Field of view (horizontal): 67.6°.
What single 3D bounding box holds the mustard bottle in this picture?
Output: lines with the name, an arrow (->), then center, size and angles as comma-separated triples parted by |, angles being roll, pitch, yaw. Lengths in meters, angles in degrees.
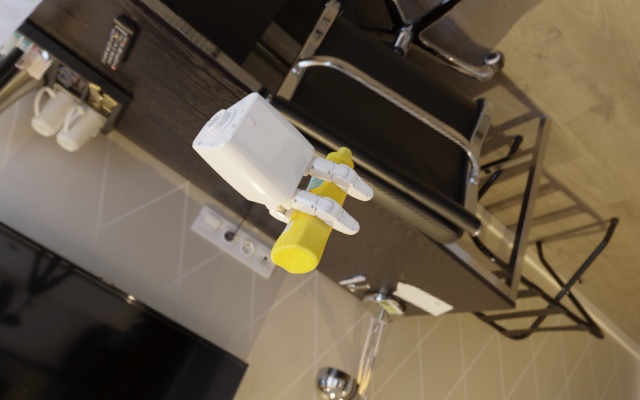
mustard bottle -> 0.000, 0.003, 0.651 | 0.058, 0.191, 0.096 | 31, -30, -9
